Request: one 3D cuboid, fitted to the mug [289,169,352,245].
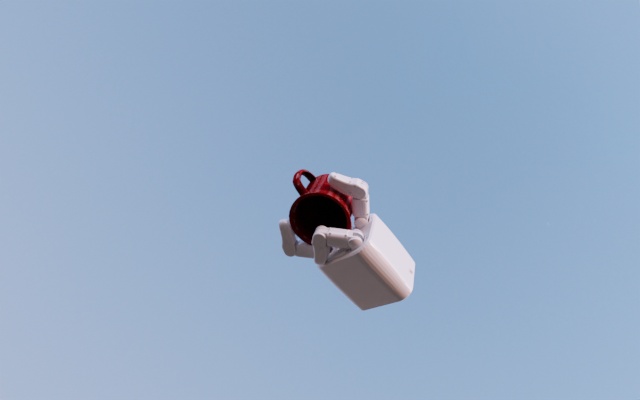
[{"bbox_3d":[-0.001,0.001,0.720,0.093,0.117,0.081,-34,15,27],"label":"mug"}]
